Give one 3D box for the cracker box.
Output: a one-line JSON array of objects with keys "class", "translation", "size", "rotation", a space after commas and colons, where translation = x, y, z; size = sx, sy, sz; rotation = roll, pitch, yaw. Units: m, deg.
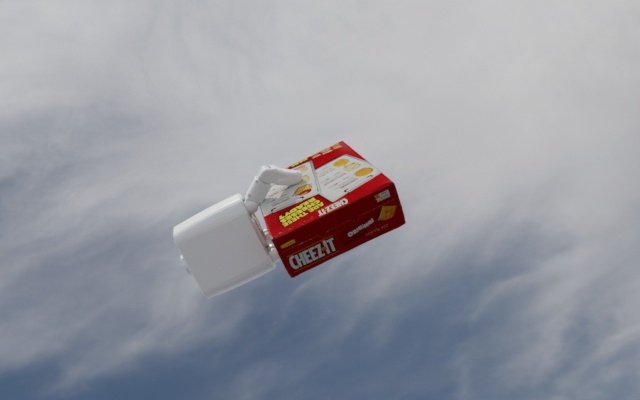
[{"class": "cracker box", "translation": [0.000, 0.002, 0.673], "size": [0.164, 0.072, 0.213], "rotation": [-26, 25, -5]}]
